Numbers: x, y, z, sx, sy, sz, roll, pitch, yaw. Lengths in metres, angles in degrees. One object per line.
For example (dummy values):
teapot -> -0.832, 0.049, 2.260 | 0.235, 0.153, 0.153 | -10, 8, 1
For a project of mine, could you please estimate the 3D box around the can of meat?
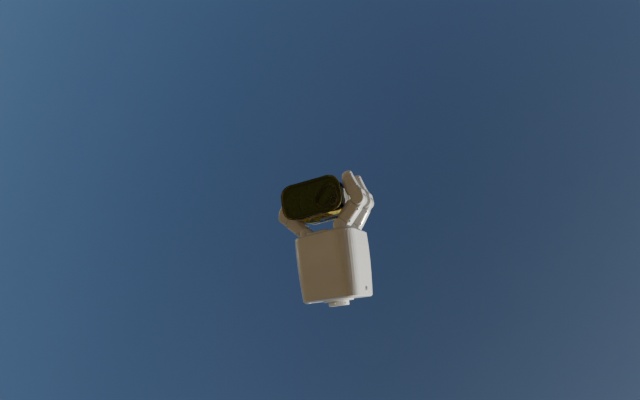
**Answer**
can of meat -> 0.000, 0.003, 0.781 | 0.102, 0.057, 0.084 | -15, -16, 20
